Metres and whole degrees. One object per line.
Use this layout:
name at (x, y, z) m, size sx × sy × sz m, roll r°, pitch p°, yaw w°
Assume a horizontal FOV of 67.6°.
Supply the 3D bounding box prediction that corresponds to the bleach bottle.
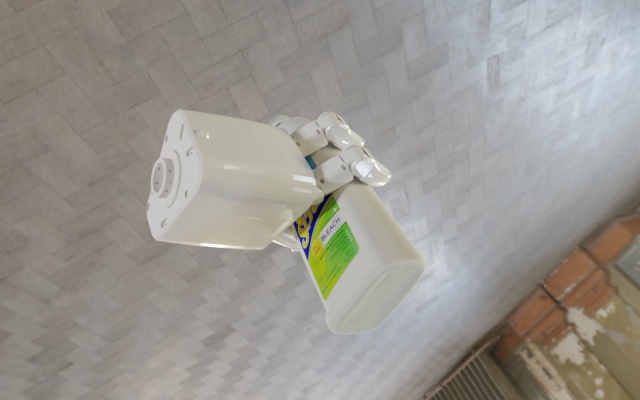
bleach bottle at (0.000, 0.002, 0.482) m, size 0.068 × 0.103 × 0.250 m, roll 7°, pitch 37°, yaw -38°
